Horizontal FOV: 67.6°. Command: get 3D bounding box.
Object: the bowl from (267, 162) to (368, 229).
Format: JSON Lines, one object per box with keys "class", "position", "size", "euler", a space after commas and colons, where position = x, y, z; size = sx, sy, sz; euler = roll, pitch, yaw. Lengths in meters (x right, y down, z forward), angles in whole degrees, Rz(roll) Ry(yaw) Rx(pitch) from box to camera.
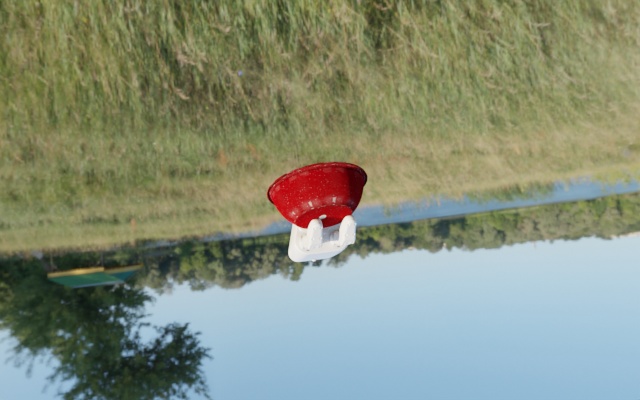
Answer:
{"class": "bowl", "position": [0.000, 0.002, 0.743], "size": [0.162, 0.055, 0.162], "euler": [-10, -24, -4]}
